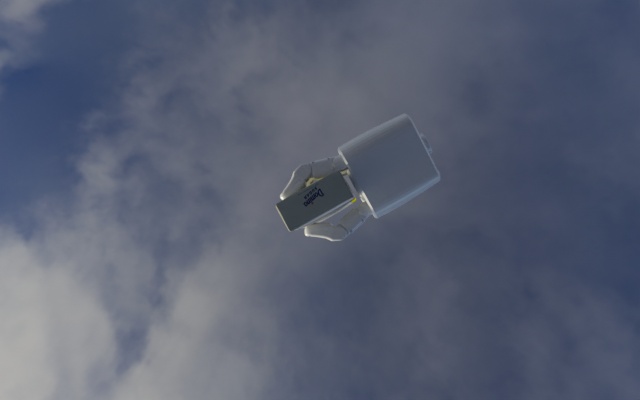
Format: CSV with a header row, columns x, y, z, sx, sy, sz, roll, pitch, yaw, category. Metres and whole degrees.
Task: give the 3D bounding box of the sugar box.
x,y,z,sx,sy,sz,roll,pitch,yaw,category
0.000,0.002,0.670,0.093,0.048,0.176,-29,-6,3,sugar box
